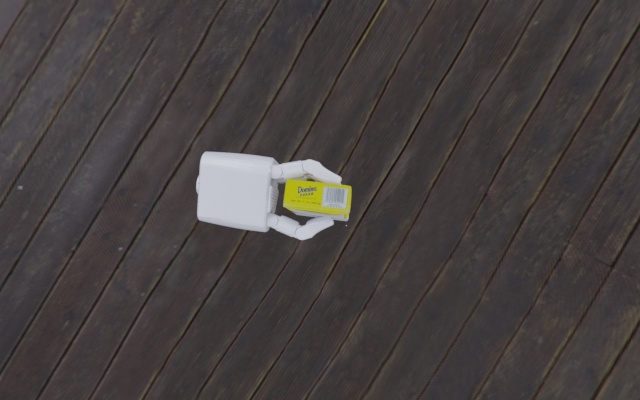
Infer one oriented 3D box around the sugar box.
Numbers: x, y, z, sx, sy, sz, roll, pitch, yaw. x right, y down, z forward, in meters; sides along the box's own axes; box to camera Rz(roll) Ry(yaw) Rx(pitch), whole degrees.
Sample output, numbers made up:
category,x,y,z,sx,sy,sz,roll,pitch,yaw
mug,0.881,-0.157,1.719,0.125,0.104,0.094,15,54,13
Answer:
category,x,y,z,sx,sy,sz,roll,pitch,yaw
sugar box,0.000,0.002,0.736,0.093,0.048,0.176,7,-3,3
